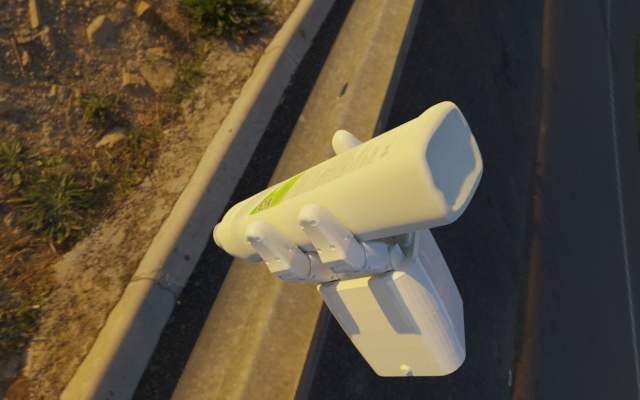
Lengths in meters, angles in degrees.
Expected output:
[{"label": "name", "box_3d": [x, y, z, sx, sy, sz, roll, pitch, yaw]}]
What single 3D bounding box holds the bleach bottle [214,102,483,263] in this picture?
[{"label": "bleach bottle", "box_3d": [0.000, 0.001, 0.405, 0.251, 0.068, 0.102, -18, 19, 40]}]
